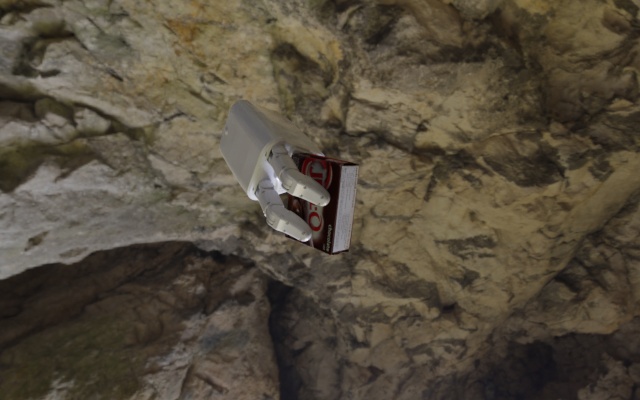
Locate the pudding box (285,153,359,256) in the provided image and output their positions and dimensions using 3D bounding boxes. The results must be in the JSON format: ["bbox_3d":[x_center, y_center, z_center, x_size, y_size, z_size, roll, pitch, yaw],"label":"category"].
[{"bbox_3d":[0.000,0.002,0.596,0.039,0.113,0.090,-7,16,-41],"label":"pudding box"}]
